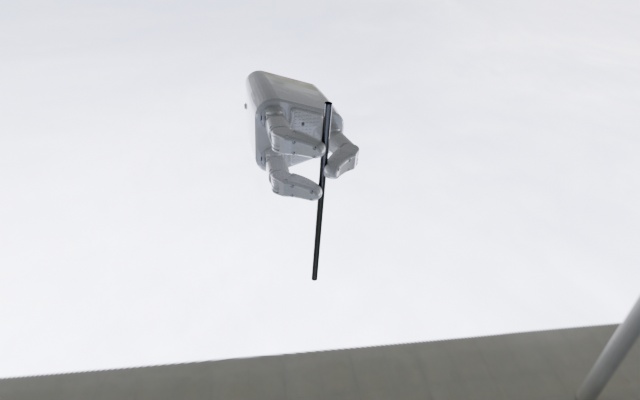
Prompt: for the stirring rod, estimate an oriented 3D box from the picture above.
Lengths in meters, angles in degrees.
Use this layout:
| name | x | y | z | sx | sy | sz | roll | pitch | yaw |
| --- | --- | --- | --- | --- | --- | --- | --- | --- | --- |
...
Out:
| name | x | y | z | sx | sy | sz | roll | pitch | yaw |
| --- | --- | --- | --- | --- | --- | --- | --- | --- | --- |
| stirring rod | 0.000 | 0.002 | 0.542 | 0.011 | 0.240 | 0.011 | 3 | 35 | -2 |
